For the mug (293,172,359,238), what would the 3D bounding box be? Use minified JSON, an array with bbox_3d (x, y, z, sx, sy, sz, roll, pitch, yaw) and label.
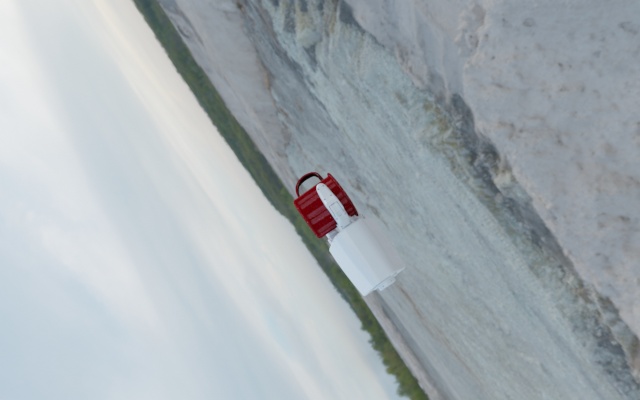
[{"bbox_3d":[-0.001,0.002,0.836,0.081,0.117,0.093,-35,-16,-3],"label":"mug"}]
